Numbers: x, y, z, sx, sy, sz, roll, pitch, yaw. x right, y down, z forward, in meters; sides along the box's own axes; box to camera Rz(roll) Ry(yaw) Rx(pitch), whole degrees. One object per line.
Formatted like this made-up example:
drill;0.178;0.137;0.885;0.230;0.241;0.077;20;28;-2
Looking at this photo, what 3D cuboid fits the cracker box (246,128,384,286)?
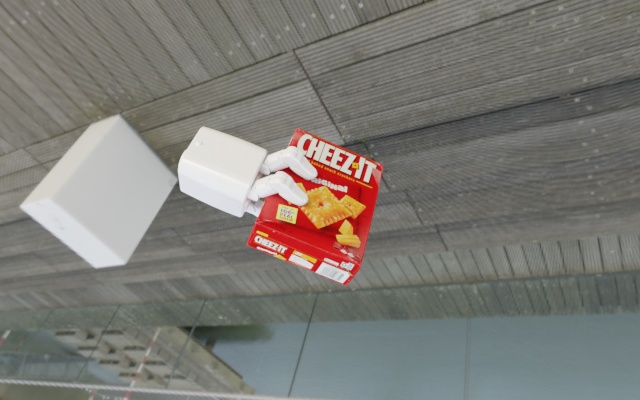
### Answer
cracker box;0.000;0.003;0.746;0.164;0.213;0.072;23;-40;-6
